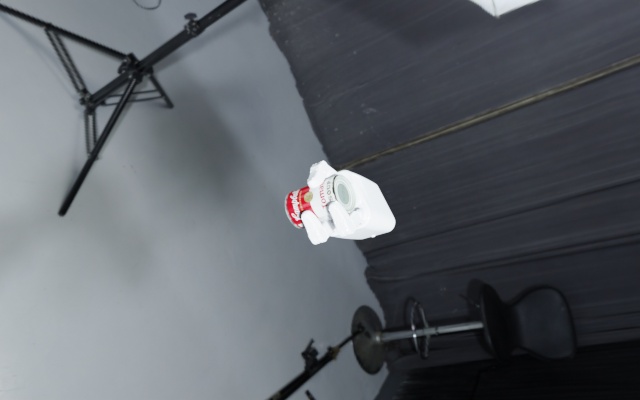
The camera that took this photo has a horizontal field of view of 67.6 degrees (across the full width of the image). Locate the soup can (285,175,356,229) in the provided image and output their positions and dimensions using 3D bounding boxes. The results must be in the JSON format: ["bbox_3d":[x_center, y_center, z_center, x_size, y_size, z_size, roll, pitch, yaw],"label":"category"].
[{"bbox_3d":[0.000,0.002,0.807,0.102,0.068,0.068,-19,-10,31],"label":"soup can"}]
